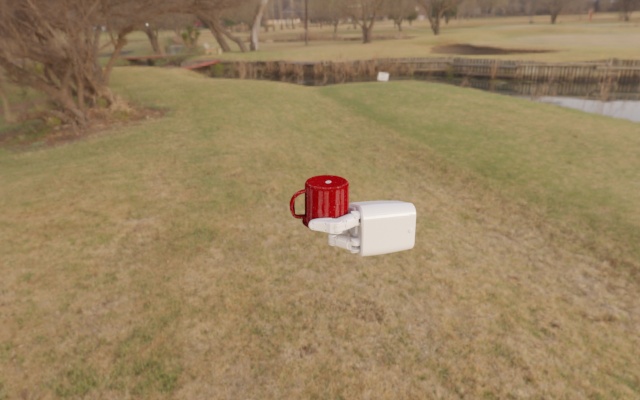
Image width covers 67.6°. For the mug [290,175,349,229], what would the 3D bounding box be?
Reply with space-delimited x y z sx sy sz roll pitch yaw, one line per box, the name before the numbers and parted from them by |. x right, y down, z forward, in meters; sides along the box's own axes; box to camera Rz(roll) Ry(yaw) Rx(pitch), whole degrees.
mug | -0.001 0.003 0.883 0.117 0.081 0.093 -5 21 -13
